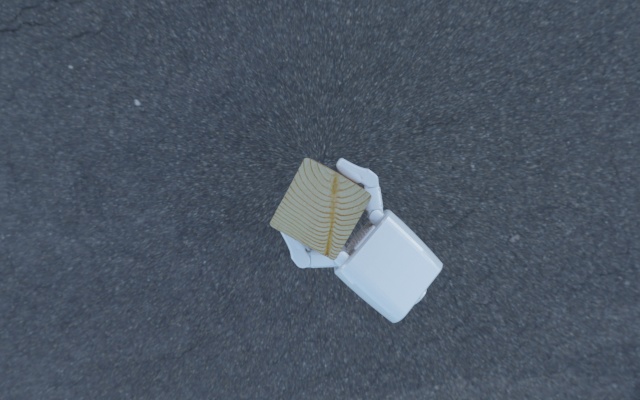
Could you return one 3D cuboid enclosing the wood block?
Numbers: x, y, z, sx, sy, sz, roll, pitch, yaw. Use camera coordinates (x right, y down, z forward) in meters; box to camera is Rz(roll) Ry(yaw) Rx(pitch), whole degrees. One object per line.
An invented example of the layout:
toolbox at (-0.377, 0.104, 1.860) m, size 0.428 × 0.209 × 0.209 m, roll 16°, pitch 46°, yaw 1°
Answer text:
wood block at (0.001, 0.002, 0.644) m, size 0.090 × 0.091 × 0.206 m, roll 29°, pitch 4°, yaw -2°
